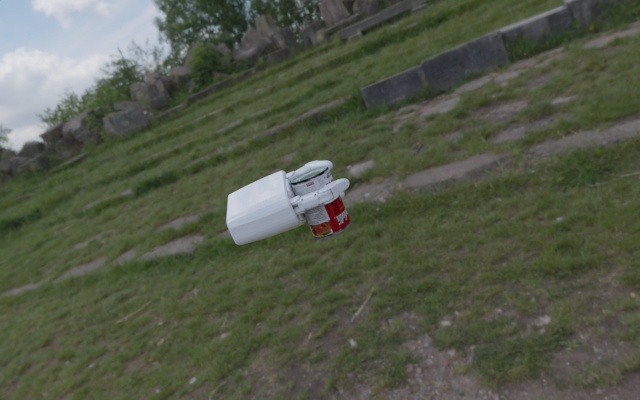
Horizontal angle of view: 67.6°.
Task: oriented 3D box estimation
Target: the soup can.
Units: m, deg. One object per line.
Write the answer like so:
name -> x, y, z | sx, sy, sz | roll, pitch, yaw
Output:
soup can -> 0.000, 0.002, 0.783 | 0.068, 0.102, 0.068 | -22, 14, 6
